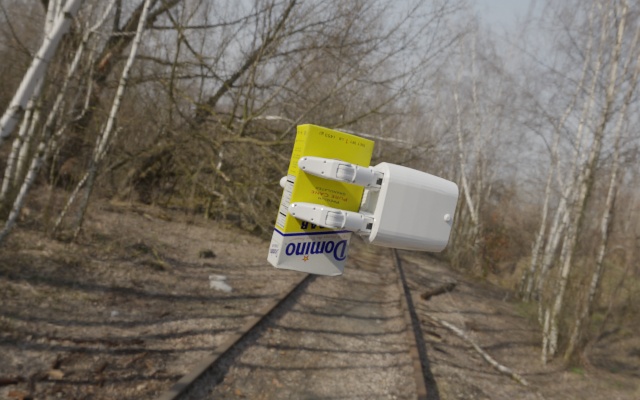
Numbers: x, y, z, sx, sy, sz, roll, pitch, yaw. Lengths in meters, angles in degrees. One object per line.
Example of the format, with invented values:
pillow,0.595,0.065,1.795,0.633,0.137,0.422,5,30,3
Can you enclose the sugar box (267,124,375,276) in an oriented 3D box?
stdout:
sugar box,0.000,0.002,0.591,0.093,0.176,0.048,11,2,-23
